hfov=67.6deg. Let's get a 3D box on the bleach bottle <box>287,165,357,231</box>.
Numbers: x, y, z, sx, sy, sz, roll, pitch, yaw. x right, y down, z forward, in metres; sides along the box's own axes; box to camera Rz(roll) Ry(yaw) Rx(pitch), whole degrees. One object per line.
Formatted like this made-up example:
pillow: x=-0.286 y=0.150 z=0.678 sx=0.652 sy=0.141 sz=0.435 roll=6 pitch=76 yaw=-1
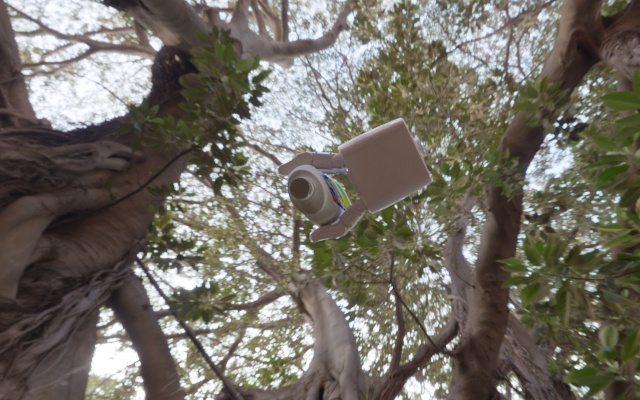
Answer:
bleach bottle: x=0.000 y=0.002 z=0.753 sx=0.068 sy=0.102 sz=0.251 roll=-26 pitch=-9 yaw=8
